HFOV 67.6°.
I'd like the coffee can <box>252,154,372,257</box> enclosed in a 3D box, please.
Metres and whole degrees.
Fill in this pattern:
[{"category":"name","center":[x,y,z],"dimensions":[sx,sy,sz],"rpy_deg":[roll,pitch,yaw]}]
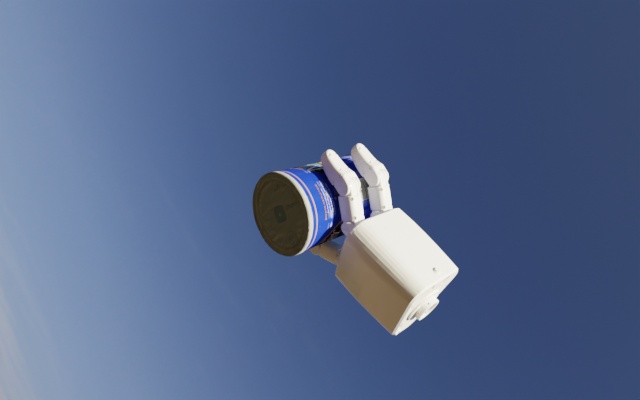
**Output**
[{"category":"coffee can","center":[0.000,0.002,0.608],"dimensions":[0.140,0.103,0.103],"rpy_deg":[-17,12,-43]}]
